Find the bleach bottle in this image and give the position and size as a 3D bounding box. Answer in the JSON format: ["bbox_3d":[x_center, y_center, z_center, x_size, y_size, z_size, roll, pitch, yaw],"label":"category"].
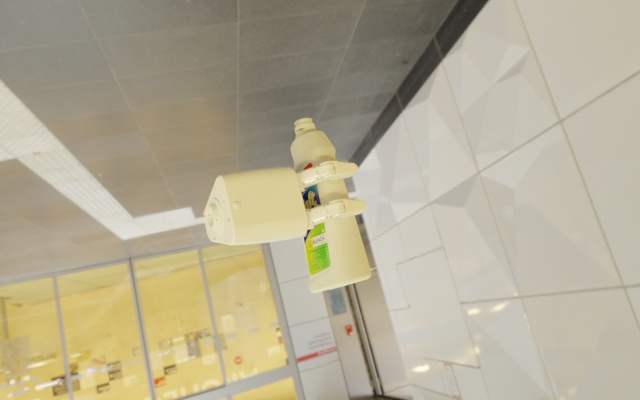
[{"bbox_3d":[0.000,0.002,0.704,0.068,0.250,0.102,-7,-14,-32],"label":"bleach bottle"}]
